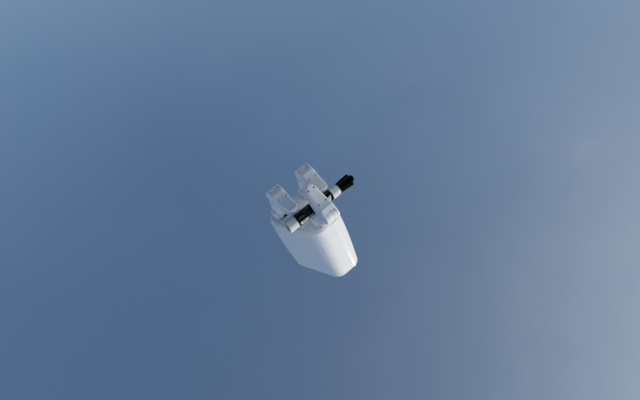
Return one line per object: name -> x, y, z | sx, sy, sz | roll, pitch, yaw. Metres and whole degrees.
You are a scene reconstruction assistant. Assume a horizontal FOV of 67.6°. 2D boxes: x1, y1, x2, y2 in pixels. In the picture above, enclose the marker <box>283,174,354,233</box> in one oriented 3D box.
marker -> 0.000, 0.002, 0.675 | 0.121, 0.020, 0.020 | -38, 12, -16
